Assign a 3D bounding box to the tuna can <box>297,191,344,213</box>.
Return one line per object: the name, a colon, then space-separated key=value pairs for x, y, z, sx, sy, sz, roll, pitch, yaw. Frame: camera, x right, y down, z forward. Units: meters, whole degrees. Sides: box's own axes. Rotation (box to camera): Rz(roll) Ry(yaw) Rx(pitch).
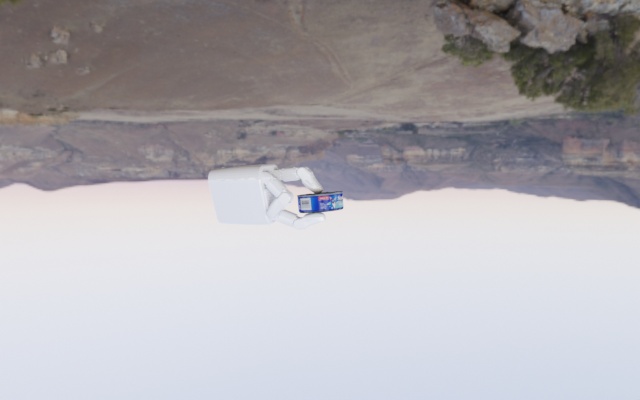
tuna can: x=0.000 y=0.003 z=0.885 sx=0.086 sy=0.034 sz=0.086 roll=-5 pitch=3 yaw=0
